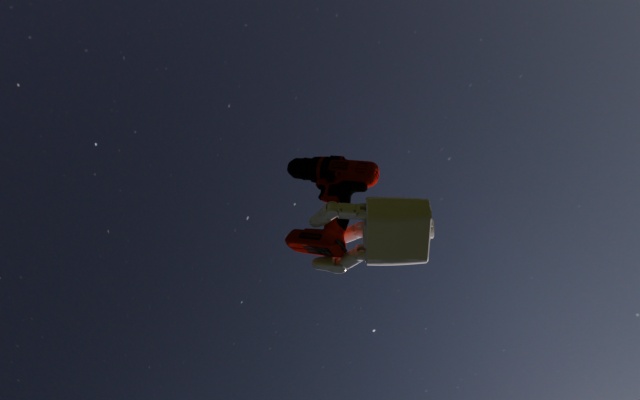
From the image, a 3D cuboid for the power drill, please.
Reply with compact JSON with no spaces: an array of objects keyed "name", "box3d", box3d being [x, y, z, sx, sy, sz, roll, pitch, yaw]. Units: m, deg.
[{"name":"power drill","box3d":[0.000,0.003,0.866,0.184,0.187,0.057,5,-25,28]}]
